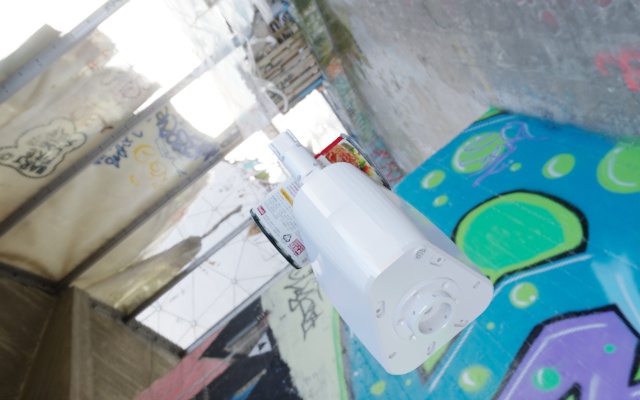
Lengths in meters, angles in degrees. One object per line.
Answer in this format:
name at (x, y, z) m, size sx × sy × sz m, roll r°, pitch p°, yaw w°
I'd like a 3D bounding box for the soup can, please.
soup can at (0.000, 0.001, 0.403) m, size 0.102 × 0.068 × 0.068 m, roll -40°, pitch 1°, yaw -2°
